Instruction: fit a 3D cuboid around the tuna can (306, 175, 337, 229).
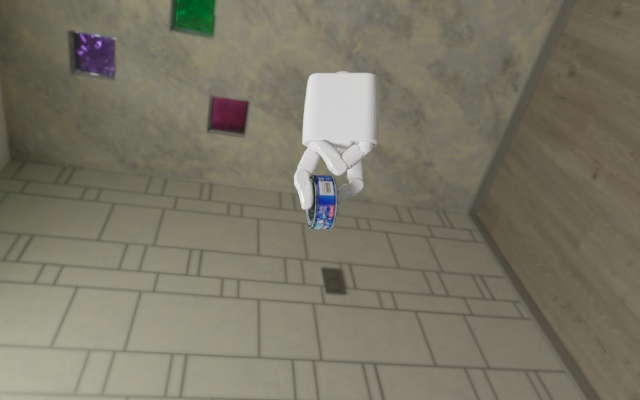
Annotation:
[{"bbox_3d":[0.000,0.003,0.748,0.034,0.086,0.086,1,0,-13],"label":"tuna can"}]
